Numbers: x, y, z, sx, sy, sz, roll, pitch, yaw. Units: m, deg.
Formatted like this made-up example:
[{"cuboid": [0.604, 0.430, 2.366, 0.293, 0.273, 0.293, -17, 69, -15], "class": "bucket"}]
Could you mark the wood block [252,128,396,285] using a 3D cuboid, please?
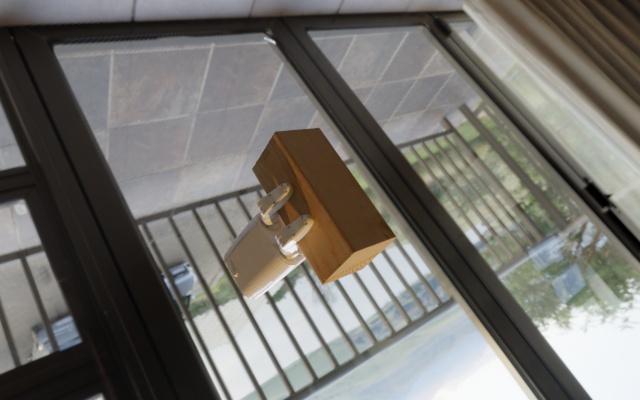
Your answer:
[{"cuboid": [0.000, 0.003, 0.686, 0.091, 0.206, 0.090, -13, -28, -44], "class": "wood block"}]
